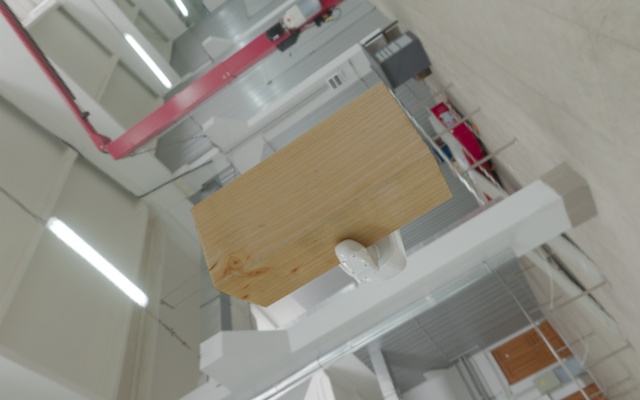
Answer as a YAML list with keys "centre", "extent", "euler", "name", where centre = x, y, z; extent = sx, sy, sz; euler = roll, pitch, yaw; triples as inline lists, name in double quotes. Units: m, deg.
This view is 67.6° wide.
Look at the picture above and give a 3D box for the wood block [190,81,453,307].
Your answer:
- centre: [0.000, 0.002, 0.432]
  extent: [0.206, 0.090, 0.090]
  euler: [-33, -32, 10]
  name: "wood block"
